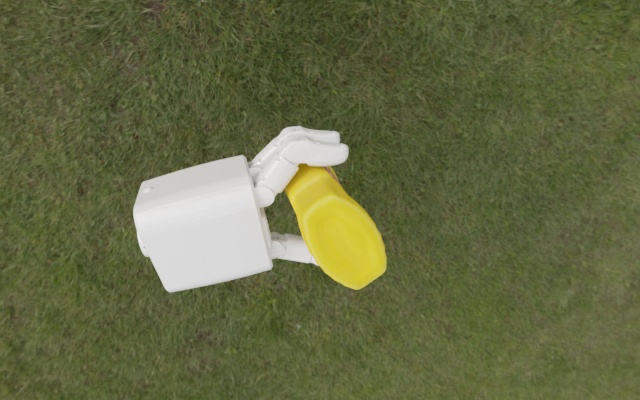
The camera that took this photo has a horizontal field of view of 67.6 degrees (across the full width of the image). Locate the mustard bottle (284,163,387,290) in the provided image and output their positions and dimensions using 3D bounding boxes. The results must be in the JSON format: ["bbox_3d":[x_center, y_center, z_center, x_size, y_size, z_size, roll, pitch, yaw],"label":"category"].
[{"bbox_3d":[0.000,0.001,0.470,0.058,0.096,0.191,-36,26,2],"label":"mustard bottle"}]
